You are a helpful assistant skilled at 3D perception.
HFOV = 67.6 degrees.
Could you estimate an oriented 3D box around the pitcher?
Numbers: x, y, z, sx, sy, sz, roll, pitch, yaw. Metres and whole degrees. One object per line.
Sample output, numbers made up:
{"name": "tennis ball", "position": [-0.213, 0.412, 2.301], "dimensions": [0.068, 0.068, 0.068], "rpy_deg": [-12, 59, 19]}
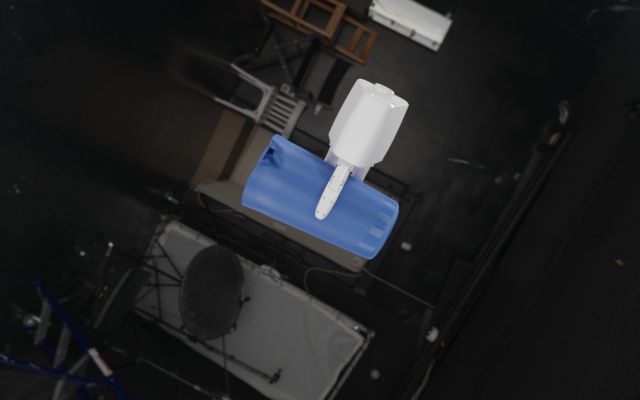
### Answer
{"name": "pitcher", "position": [0.000, 0.003, 0.808], "dimensions": [0.243, 0.145, 0.149], "rpy_deg": [27, 22, 2]}
